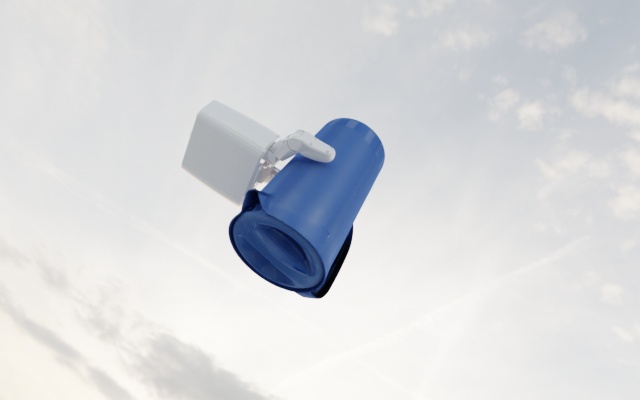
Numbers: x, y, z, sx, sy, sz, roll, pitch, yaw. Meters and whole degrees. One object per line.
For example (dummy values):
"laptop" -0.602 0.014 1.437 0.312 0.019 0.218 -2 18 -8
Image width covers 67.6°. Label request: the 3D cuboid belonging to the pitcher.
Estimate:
"pitcher" 0.000 0.002 0.646 0.145 0.242 0.149 32 -40 5
